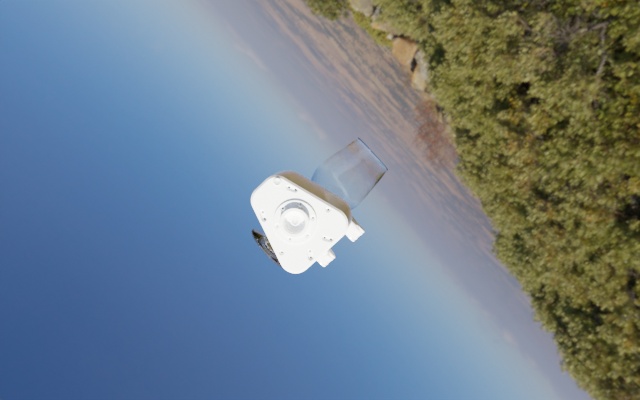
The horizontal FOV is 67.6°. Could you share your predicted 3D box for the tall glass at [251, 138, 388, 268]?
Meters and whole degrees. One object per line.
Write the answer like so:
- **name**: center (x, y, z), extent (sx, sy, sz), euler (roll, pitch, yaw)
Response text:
- **tall glass**: center (0.000, 0.003, 0.672), extent (0.201, 0.079, 0.079), euler (-43, -5, 6)
